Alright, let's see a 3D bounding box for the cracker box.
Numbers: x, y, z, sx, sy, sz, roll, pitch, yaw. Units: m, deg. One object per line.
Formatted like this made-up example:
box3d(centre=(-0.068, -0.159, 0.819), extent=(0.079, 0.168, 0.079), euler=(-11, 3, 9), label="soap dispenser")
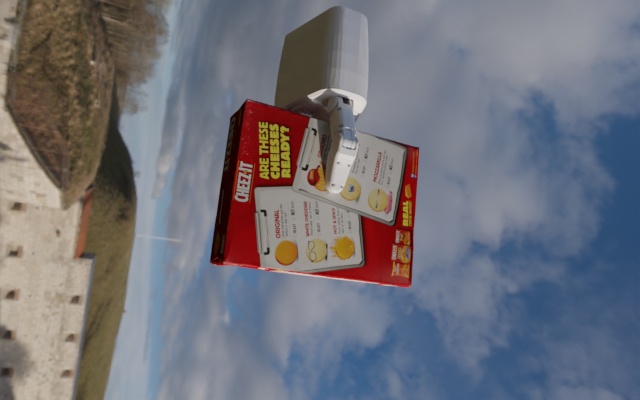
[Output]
box3d(centre=(0.000, 0.002, 0.522), extent=(0.214, 0.164, 0.072), euler=(11, -13, -24), label="cracker box")
